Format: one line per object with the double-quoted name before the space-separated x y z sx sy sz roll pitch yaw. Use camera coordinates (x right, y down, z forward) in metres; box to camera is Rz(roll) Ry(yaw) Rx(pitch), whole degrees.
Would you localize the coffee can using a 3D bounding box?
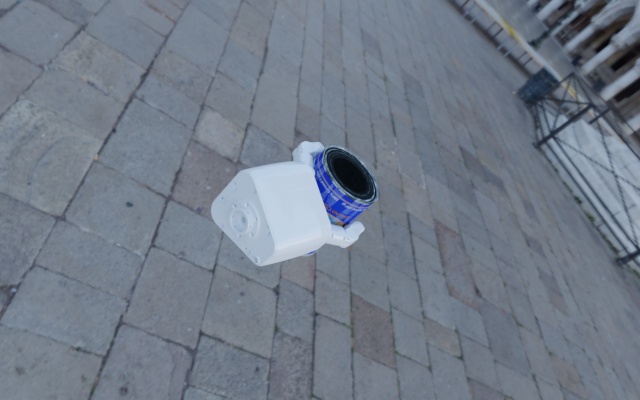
"coffee can" 0.000 0.002 0.696 0.103 0.102 0.140 0 -35 -49
